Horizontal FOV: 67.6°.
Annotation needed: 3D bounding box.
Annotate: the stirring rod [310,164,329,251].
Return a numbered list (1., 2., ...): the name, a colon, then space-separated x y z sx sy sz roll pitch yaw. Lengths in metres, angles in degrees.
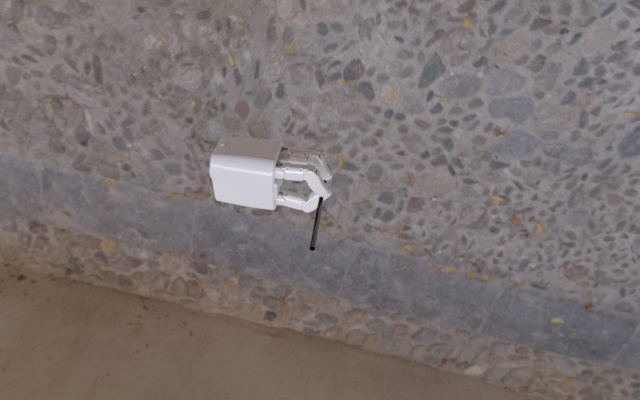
1. stirring rod: 0.000 0.003 0.779 0.011 0.011 0.239 0 33 7
